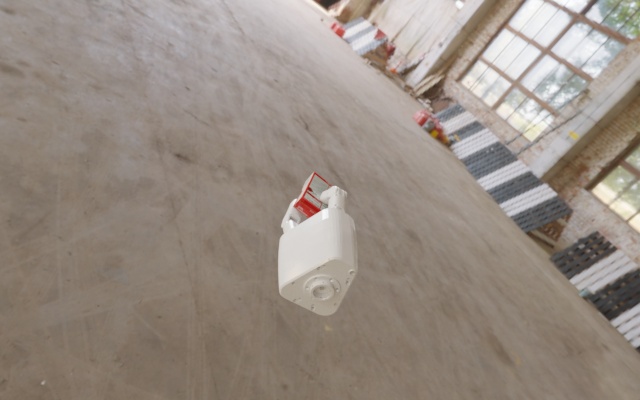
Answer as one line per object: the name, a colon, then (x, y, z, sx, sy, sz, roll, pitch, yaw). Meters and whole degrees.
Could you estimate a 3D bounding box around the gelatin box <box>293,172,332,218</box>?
gelatin box: (0.000, 0.002, 0.800, 0.073, 0.030, 0.089, 38, 33, -10)
